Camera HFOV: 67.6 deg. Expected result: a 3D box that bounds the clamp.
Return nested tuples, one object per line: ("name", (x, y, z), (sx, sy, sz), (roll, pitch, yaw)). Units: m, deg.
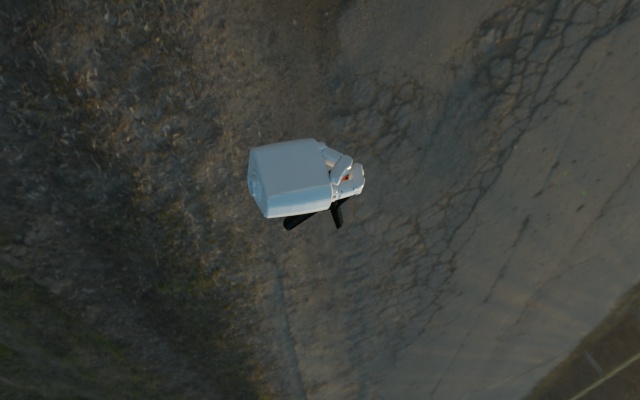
("clamp", (0.000, 0.003, 0.853), (0.120, 0.039, 0.172), (-11, -37, -22))
